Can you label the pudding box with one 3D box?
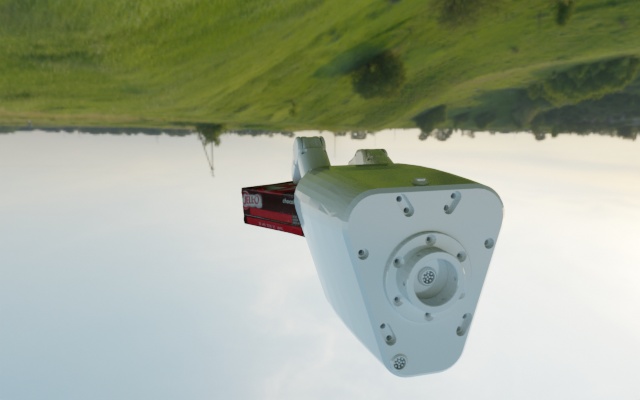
[{"bbox_3d":[0.000,0.002,0.426,0.113,0.039,0.090,-8,11,-42],"label":"pudding box"}]
